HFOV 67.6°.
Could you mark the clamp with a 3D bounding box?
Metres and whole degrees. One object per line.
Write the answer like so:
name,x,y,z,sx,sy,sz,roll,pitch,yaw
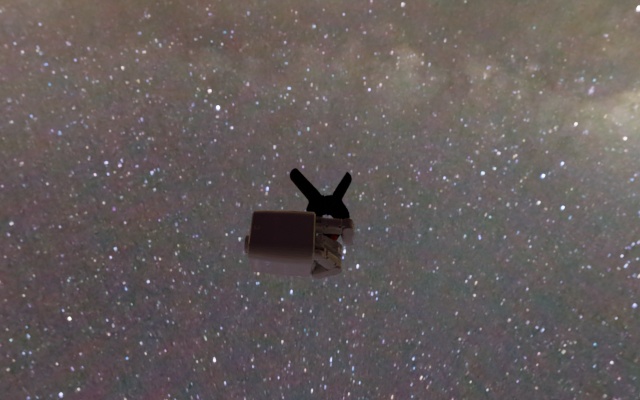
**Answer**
clamp,0.000,0.003,0.868,0.120,0.171,0.039,5,-45,-4
